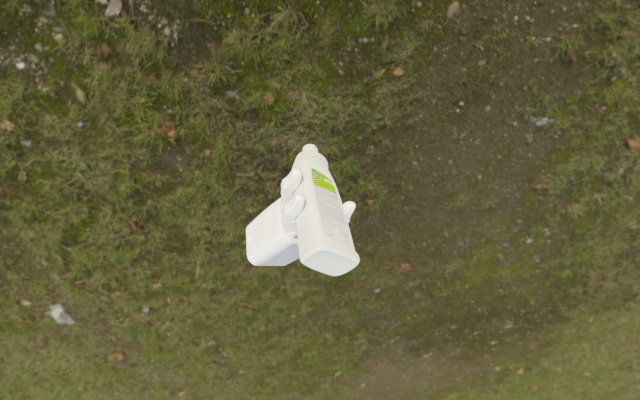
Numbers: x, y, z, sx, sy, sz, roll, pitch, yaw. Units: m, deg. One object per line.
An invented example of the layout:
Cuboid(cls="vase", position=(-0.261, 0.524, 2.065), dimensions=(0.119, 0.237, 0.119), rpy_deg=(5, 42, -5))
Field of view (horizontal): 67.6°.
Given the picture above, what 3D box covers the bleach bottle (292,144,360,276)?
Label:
Cuboid(cls="bleach bottle", position=(0.000, 0.003, 0.847), dimensions=(0.102, 0.250, 0.068), rpy_deg=(26, -49, -37))
